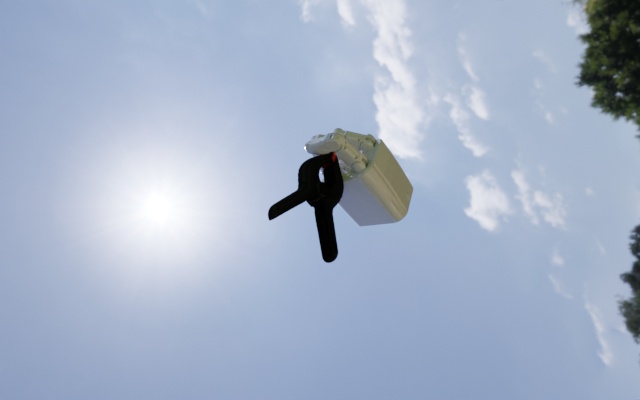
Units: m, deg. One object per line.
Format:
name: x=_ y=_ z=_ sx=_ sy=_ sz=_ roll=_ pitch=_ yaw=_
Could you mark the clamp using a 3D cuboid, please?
clamp: x=0.000 y=0.002 z=0.684 sx=0.039 sy=0.120 sz=0.171 roll=-17 pitch=32 yaw=41
